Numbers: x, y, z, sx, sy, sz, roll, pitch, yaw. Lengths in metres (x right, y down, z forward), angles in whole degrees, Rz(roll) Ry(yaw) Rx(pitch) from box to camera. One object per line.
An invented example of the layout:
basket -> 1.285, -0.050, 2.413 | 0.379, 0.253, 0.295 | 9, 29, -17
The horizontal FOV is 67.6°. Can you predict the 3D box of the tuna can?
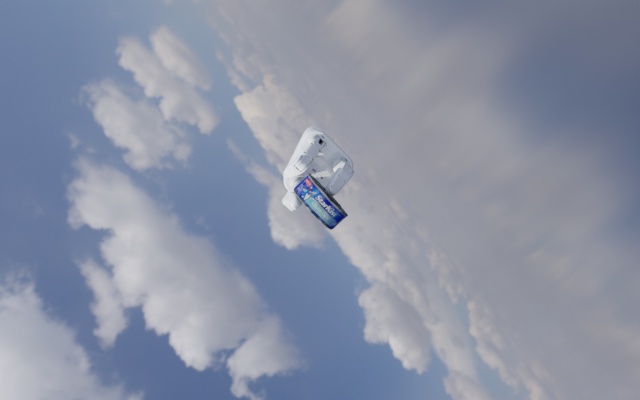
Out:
tuna can -> 0.000, 0.003, 0.708 | 0.034, 0.086, 0.086 | -43, -4, 5
